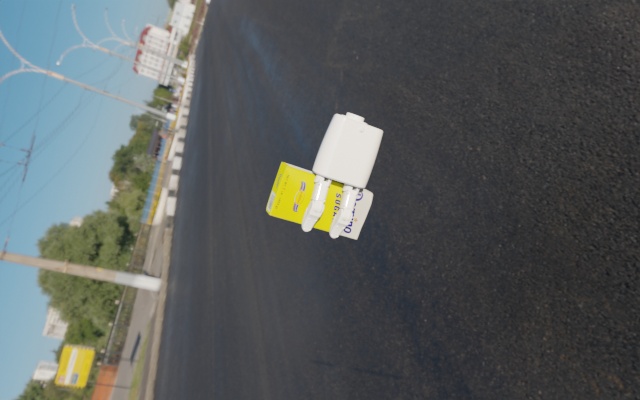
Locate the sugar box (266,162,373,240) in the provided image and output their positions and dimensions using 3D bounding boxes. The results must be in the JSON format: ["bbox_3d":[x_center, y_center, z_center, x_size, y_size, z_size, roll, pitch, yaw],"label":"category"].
[{"bbox_3d":[0.000,0.003,0.853,0.176,0.093,0.048,17,10,-20],"label":"sugar box"}]
